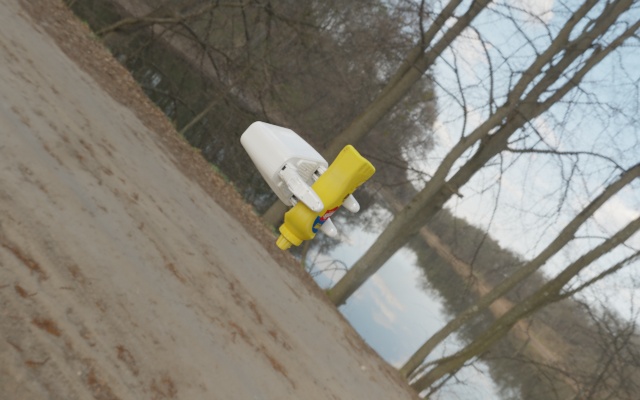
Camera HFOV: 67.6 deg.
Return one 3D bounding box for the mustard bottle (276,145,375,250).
[{"bbox_3d":[0.001,0.002,0.741,0.058,0.191,0.096,44,7,8],"label":"mustard bottle"}]
